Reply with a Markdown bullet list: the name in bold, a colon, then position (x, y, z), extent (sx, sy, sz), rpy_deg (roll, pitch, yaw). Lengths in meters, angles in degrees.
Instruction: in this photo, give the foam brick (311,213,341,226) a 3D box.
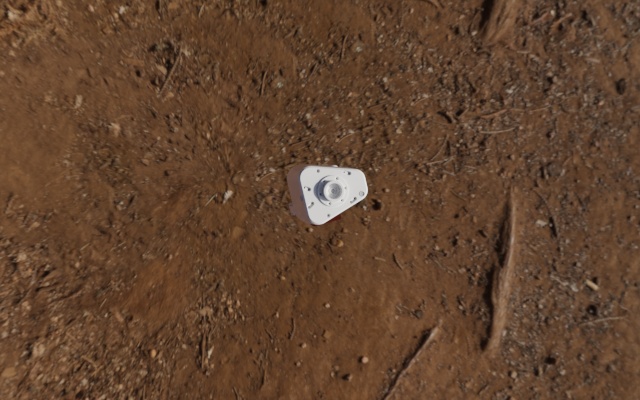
- **foam brick**: position (0.000, 0.003, 0.867), extent (0.053, 0.078, 0.051), rpy_deg (-15, 6, -11)
